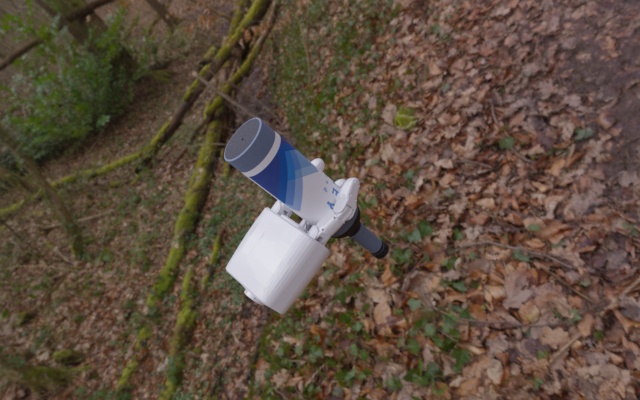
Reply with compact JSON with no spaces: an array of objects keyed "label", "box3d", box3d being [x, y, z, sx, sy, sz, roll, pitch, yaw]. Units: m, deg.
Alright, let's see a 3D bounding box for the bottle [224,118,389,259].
[{"label":"bottle","box3d":[0.000,0.002,0.663,0.296,0.069,0.069,39,-24,-33]}]
